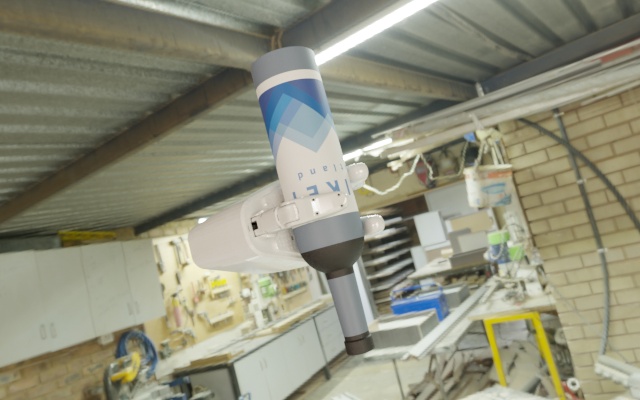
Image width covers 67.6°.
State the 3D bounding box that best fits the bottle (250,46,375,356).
[{"bbox_3d":[0.000,0.001,0.467,0.069,0.295,0.069,-15,-6,-2],"label":"bottle"}]
